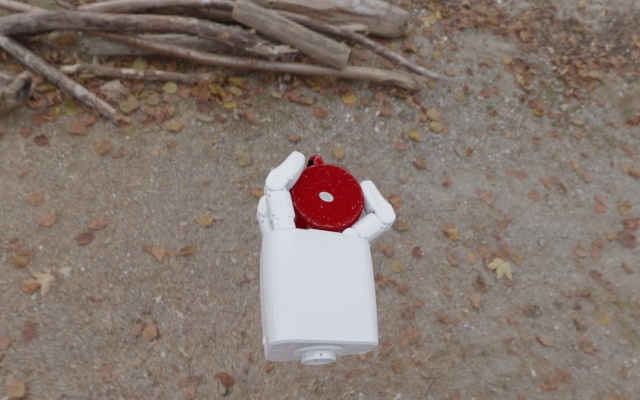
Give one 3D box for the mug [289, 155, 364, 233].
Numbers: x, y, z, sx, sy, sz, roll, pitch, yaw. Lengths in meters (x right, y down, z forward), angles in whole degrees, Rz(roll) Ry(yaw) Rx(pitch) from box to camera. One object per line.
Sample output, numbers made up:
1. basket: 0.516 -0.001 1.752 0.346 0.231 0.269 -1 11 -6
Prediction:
1. mug: 0.000 0.000 0.544 0.093 0.117 0.081 0 -28 -12
